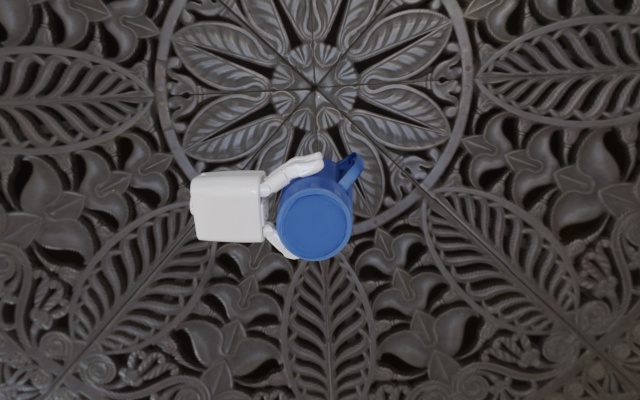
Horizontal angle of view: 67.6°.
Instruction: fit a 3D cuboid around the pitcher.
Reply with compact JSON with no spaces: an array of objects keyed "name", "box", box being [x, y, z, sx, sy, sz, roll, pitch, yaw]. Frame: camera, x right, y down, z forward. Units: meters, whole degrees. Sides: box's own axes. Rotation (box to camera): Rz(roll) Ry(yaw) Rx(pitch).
[{"name":"pitcher","box":[0.000,0.003,0.776,0.145,0.149,0.242,1,12,0]}]
